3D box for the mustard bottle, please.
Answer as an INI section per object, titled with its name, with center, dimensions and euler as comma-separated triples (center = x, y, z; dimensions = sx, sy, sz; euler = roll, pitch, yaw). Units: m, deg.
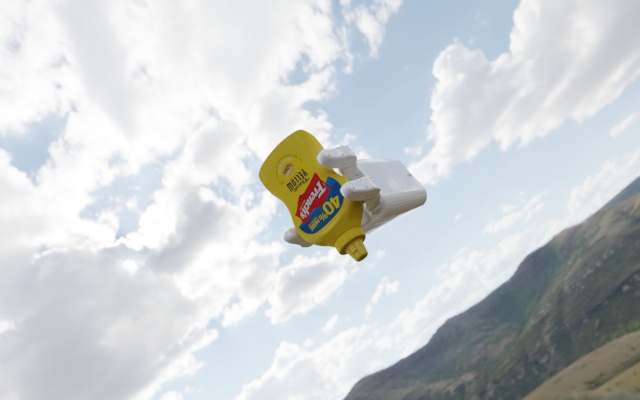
[mustard bottle]
center = 0.000, 0.002, 0.626
dimensions = 0.096, 0.191, 0.058
euler = -45, -27, 15
